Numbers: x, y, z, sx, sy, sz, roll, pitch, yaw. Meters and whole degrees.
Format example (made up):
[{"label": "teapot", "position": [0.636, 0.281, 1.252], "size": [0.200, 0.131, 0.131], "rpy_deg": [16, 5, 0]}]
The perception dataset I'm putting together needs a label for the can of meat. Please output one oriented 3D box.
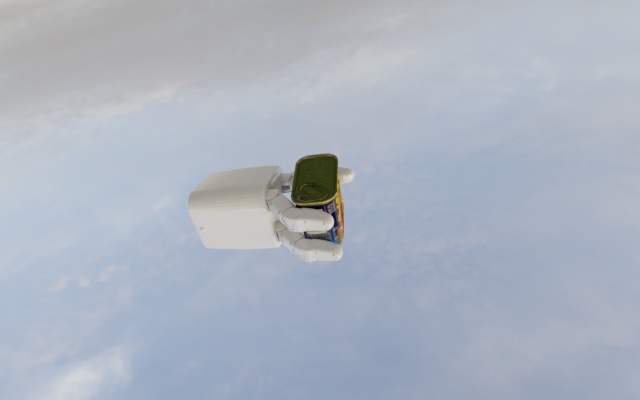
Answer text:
[{"label": "can of meat", "position": [0.000, 0.002, 0.626], "size": [0.057, 0.084, 0.102], "rpy_deg": [-6, 39, 8]}]
